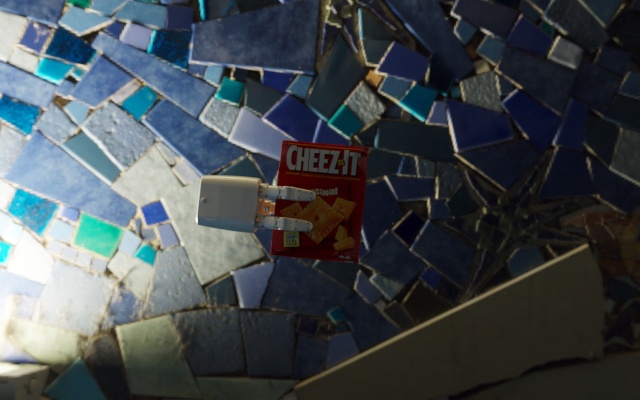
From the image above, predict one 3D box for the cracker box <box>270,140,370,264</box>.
[{"bbox_3d":[0.000,0.003,0.890,0.164,0.213,0.072,5,-3,2],"label":"cracker box"}]
